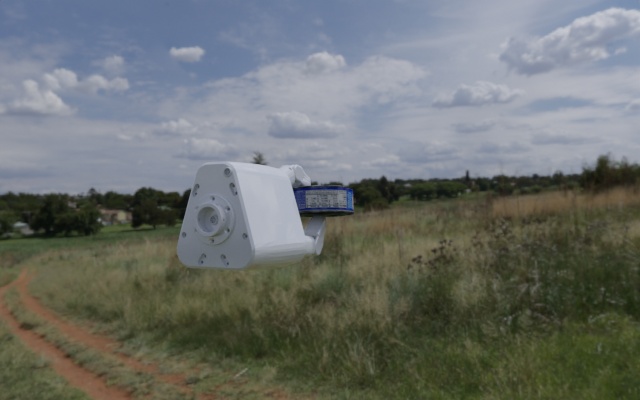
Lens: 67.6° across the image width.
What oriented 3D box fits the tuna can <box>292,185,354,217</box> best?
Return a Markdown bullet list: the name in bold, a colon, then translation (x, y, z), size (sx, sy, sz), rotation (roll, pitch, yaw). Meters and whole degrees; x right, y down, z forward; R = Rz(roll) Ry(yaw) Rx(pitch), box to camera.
- **tuna can**: translation (0.000, 0.001, 0.617), size (0.086, 0.033, 0.086), rotation (-1, -6, 0)
